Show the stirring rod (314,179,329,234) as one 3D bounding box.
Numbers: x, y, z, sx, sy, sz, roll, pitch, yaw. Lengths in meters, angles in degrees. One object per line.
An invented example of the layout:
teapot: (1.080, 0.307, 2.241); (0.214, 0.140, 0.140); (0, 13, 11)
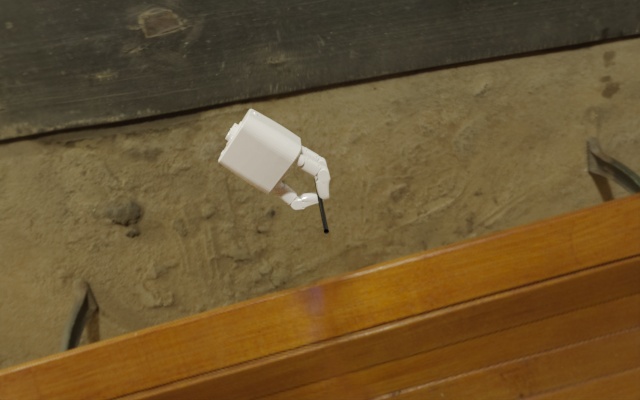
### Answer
stirring rod: (0.000, 0.003, 0.828); (0.011, 0.011, 0.239); (0, 21, -4)
